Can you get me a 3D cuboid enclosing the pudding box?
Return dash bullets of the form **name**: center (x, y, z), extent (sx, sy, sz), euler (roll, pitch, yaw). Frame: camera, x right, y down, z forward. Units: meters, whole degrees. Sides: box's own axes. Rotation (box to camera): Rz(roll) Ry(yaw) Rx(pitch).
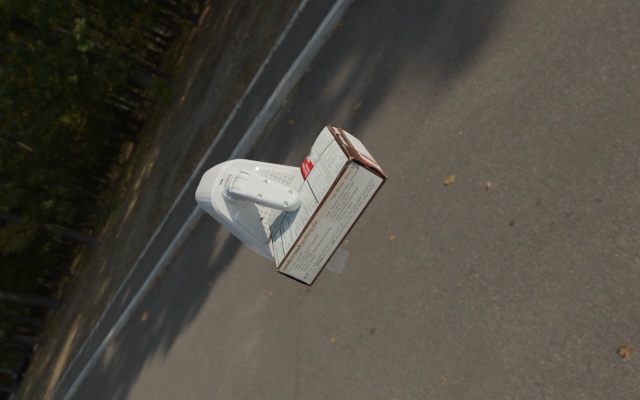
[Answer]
- **pudding box**: center (0.000, 0.001, 0.402), extent (0.039, 0.113, 0.090), euler (25, 19, -22)
